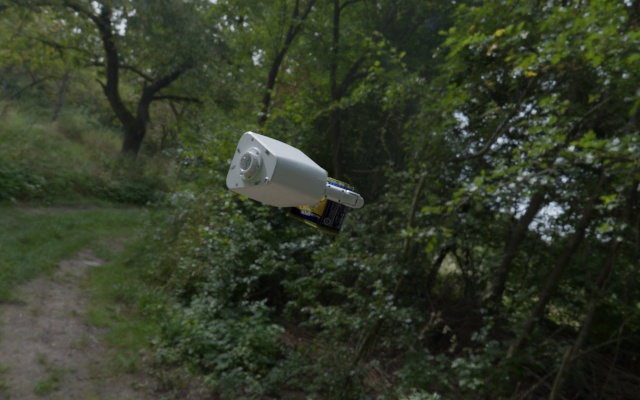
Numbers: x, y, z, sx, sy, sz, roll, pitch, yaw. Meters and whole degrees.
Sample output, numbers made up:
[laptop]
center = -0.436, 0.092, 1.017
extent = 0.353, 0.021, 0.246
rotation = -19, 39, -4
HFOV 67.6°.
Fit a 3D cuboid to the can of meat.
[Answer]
[can of meat]
center = 0.000, 0.002, 0.793
extent = 0.057, 0.084, 0.102
rotation = 18, 1, -44
